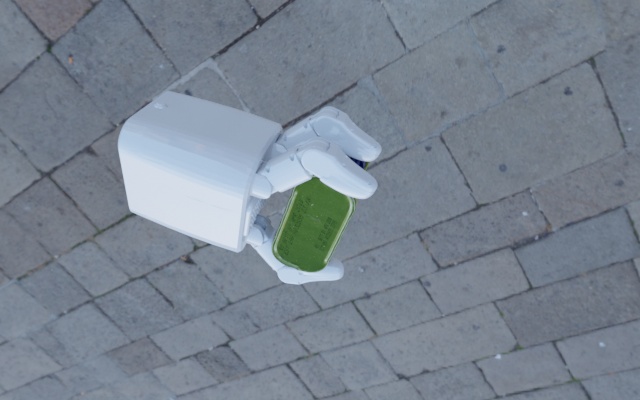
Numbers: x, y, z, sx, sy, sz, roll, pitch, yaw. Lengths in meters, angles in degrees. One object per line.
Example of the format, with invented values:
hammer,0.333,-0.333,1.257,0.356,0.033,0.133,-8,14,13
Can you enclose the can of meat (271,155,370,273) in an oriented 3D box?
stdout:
can of meat,0.000,0.002,0.420,0.057,0.102,0.084,22,33,-1
